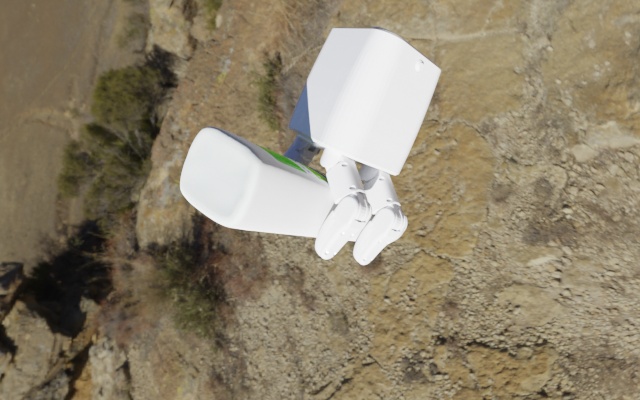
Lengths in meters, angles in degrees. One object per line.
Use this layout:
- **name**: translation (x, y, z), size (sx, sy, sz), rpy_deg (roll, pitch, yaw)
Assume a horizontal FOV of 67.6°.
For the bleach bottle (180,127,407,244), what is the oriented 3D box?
- **bleach bottle**: translation (0.000, 0.002, 0.463), size (0.251, 0.068, 0.102), rpy_deg (15, 11, -47)
